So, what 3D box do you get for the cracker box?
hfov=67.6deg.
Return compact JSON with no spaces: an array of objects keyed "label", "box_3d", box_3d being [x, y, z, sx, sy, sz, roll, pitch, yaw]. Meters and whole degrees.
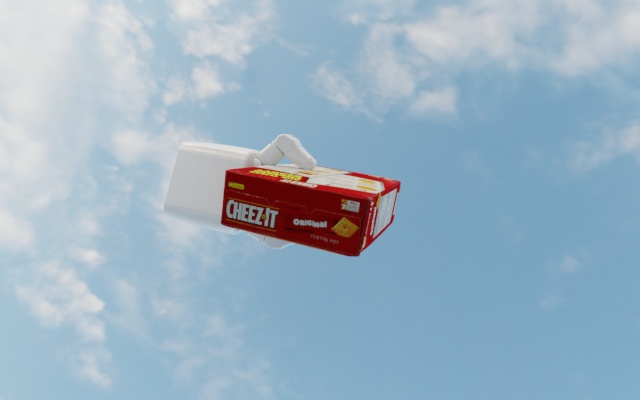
[{"label":"cracker box","box_3d":[0.000,0.002,0.596,0.164,0.072,0.213,11,10,16]}]
